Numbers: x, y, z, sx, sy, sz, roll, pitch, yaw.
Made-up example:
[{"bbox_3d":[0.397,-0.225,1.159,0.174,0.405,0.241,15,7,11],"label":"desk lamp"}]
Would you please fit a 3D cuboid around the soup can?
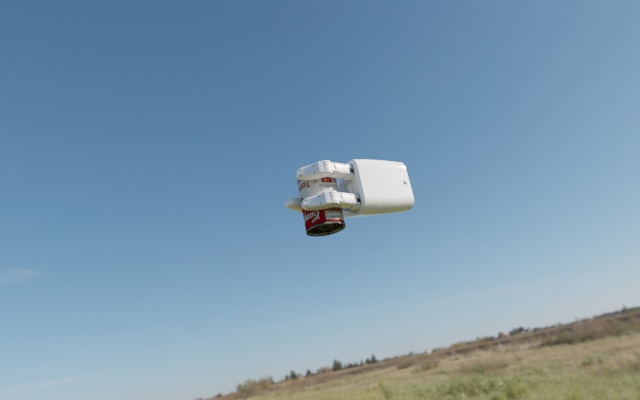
[{"bbox_3d":[0.000,0.002,0.813,0.068,0.102,0.068,-10,-20,-4],"label":"soup can"}]
